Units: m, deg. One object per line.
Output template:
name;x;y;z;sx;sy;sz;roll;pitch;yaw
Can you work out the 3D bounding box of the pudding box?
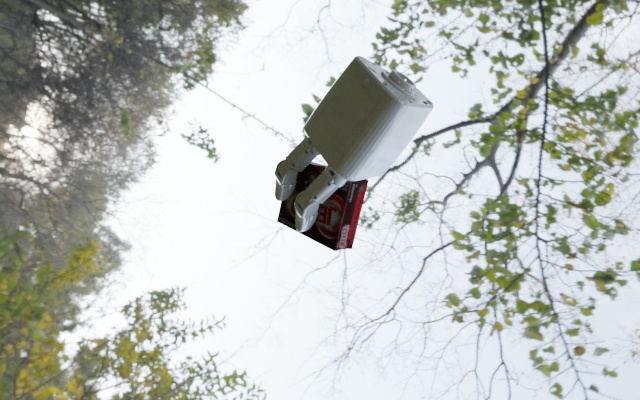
pudding box;0.000;0.002;0.598;0.039;0.090;0.113;3;15;-44
